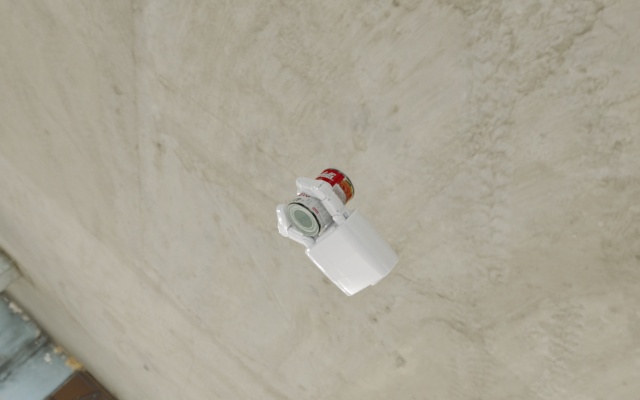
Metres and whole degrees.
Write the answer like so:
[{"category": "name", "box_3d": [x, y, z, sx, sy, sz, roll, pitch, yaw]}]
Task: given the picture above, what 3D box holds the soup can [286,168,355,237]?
[{"category": "soup can", "box_3d": [0.000, 0.002, 0.778, 0.068, 0.068, 0.102, 0, 35, 45]}]
